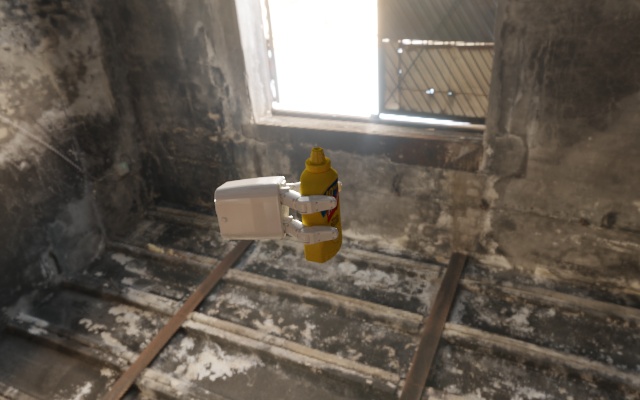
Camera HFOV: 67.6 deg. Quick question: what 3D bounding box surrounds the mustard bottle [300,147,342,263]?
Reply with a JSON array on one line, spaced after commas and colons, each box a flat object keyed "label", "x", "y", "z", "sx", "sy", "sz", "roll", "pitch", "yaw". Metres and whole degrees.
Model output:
[{"label": "mustard bottle", "x": 0.000, "y": 0.003, "z": 0.802, "sx": 0.058, "sy": 0.192, "sz": 0.096, "roll": 9, "pitch": 30, "yaw": 24}]
